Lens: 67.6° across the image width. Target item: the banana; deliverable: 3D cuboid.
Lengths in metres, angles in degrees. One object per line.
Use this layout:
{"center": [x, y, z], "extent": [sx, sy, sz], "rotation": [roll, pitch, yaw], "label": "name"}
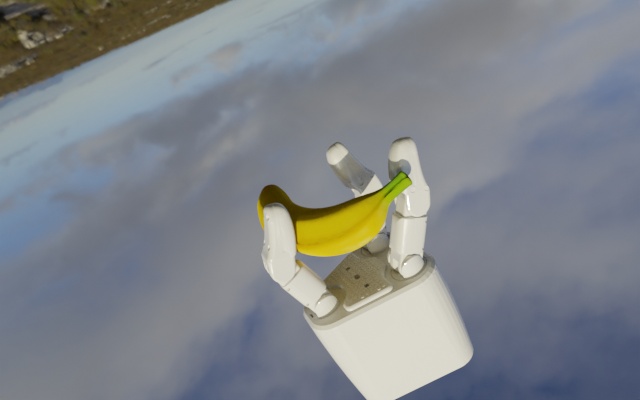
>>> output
{"center": [-0.009, 0.014, 0.400], "extent": [0.198, 0.037, 0.069], "rotation": [0, 42, 53], "label": "banana"}
